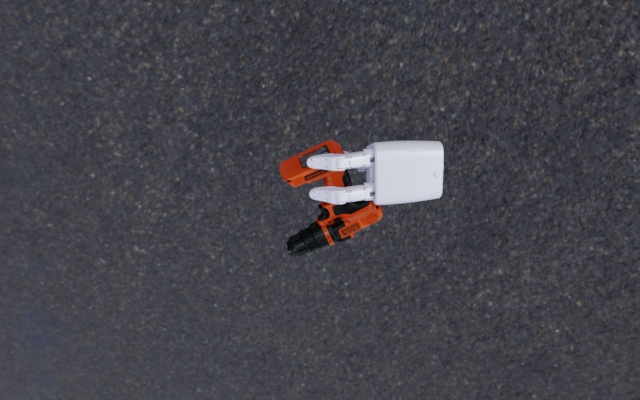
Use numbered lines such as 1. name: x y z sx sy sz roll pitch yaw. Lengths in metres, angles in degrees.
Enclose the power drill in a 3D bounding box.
1. power drill: 0.000 0.002 0.812 0.184 0.188 0.057 -27 42 0
